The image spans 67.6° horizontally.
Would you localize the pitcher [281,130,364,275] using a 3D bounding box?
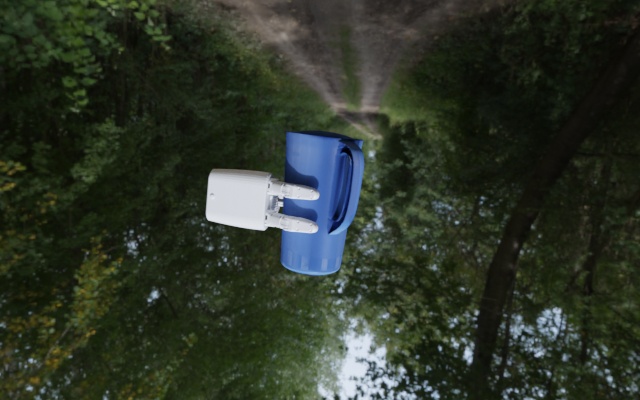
[{"bbox_3d":[0.000,0.003,0.827,0.145,0.243,0.149,7,9,9],"label":"pitcher"}]
